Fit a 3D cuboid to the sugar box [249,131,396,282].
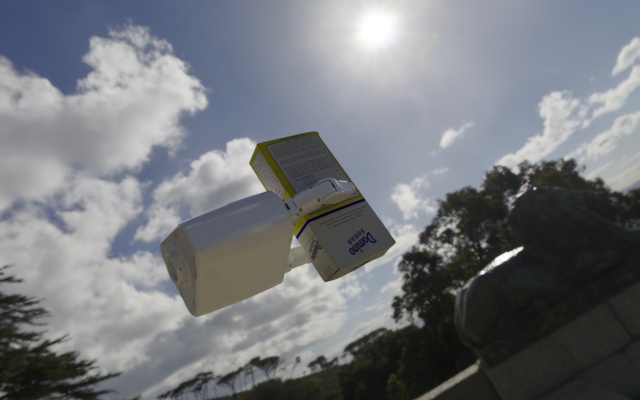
[{"bbox_3d":[0.000,0.002,0.561,0.093,0.176,0.048,-19,-21,-36],"label":"sugar box"}]
